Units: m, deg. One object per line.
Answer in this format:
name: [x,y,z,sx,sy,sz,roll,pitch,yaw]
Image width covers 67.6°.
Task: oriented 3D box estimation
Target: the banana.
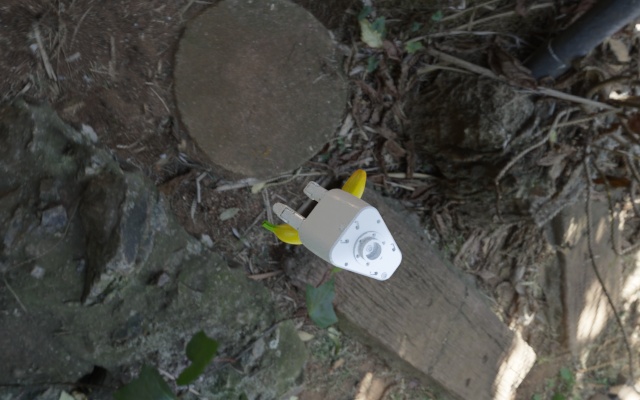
banana: [0.005,0.021,0.798,0.198,0.070,0.037,-29,15,-14]
